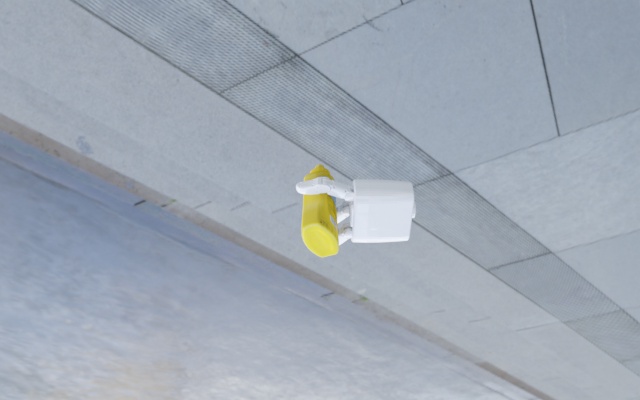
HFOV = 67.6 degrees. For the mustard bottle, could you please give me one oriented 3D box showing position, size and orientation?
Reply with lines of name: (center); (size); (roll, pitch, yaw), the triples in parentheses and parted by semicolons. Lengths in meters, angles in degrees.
mustard bottle: (0.000, 0.003, 0.886); (0.058, 0.191, 0.096); (-16, -45, 17)
